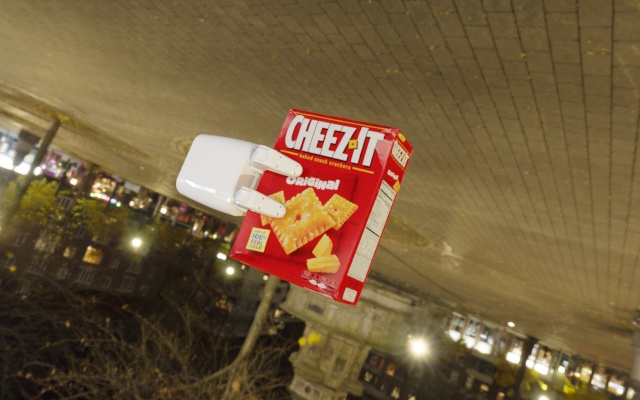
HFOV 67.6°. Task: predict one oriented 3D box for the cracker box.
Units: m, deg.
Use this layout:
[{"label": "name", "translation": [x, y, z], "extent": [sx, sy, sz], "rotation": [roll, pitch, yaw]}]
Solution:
[{"label": "cracker box", "translation": [0.000, 0.002, 0.603], "extent": [0.164, 0.213, 0.072], "rotation": [17, -9, 30]}]
